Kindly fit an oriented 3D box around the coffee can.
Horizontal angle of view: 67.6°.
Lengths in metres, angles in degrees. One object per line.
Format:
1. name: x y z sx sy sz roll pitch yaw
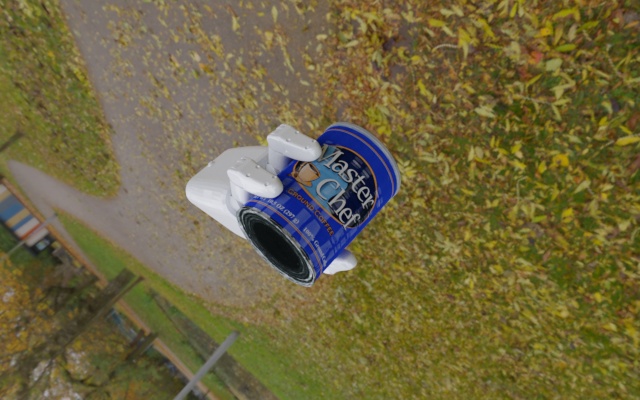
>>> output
1. coffee can: 0.000 0.002 0.486 0.140 0.103 0.103 -45 23 -26
